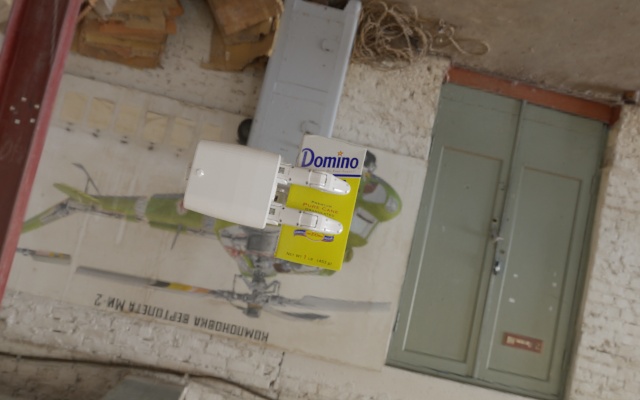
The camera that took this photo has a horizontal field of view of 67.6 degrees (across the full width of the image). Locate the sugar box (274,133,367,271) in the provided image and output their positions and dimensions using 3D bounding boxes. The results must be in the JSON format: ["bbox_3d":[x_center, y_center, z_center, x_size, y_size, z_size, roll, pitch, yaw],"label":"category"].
[{"bbox_3d":[0.000,0.002,0.663,0.093,0.176,0.048,13,-5,-7],"label":"sugar box"}]
